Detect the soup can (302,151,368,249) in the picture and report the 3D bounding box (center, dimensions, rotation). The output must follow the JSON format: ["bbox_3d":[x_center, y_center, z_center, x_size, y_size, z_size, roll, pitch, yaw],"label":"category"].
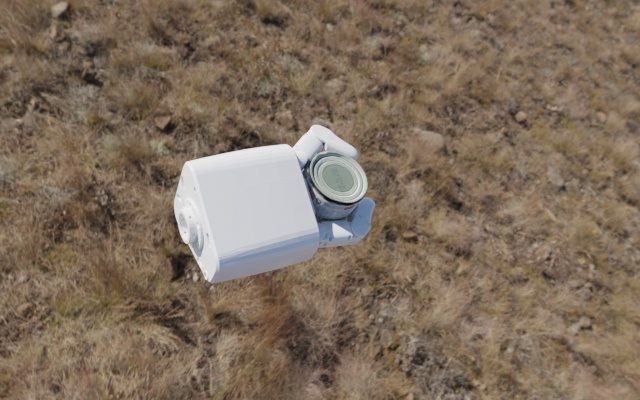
[{"bbox_3d":[0.001,0.002,0.522,0.068,0.068,0.102,0,-32,-26],"label":"soup can"}]
